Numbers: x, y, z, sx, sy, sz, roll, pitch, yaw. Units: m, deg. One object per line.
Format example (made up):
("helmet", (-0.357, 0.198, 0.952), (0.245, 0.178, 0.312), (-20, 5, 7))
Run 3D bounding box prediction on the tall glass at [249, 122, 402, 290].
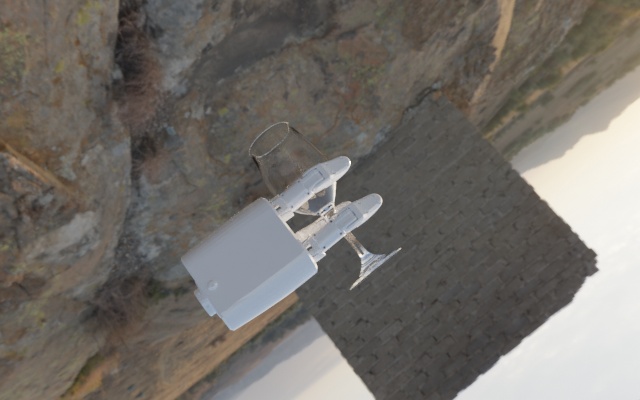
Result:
("tall glass", (0.001, 0.002, 0.554), (0.079, 0.201, 0.079), (-37, -13, -10))
